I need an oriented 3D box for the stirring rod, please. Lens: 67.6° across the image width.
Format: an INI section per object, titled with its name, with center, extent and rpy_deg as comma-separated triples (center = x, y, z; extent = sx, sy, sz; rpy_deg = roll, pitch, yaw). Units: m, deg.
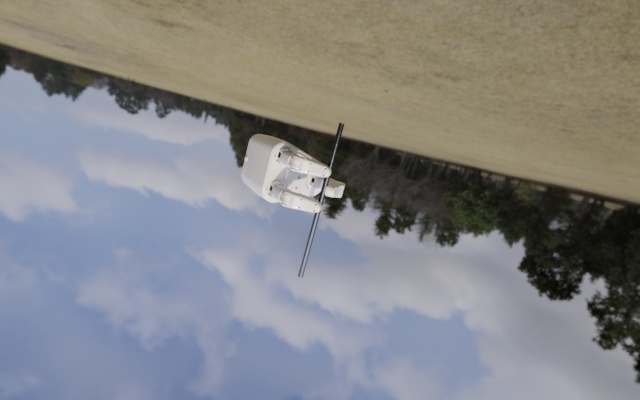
[stirring rod]
center = 0.000, 0.002, 0.711
extent = 0.011, 0.239, 0.011
rpy_deg = 15, 10, -3
